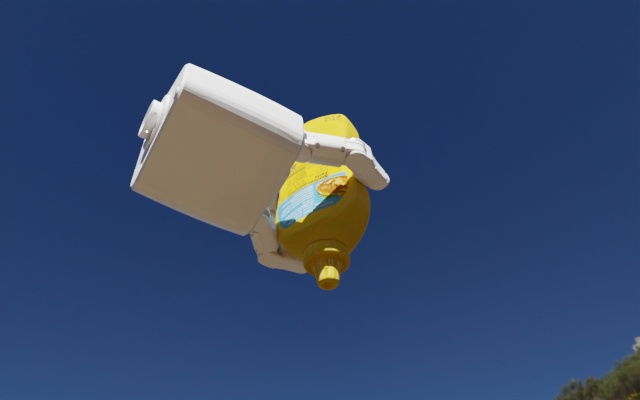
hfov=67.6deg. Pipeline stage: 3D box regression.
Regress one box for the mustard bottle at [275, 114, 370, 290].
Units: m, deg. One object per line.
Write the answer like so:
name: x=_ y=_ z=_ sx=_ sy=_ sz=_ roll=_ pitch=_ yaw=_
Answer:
mustard bottle: x=0.000 y=0.001 z=0.465 sx=0.096 sy=0.191 sz=0.058 roll=-26 pitch=-48 yaw=20
